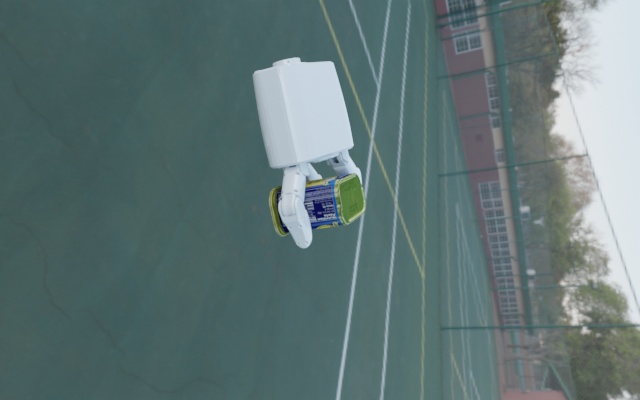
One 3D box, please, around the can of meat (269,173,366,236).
[{"bbox_3d":[0.000,0.002,0.568,0.084,0.057,0.102,-9,7,21],"label":"can of meat"}]
